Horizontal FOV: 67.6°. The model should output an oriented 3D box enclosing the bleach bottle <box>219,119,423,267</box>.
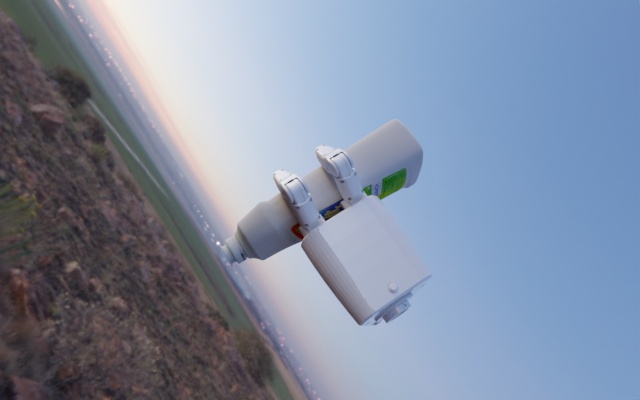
[{"bbox_3d":[0.000,0.002,0.563,0.251,0.068,0.103,-31,-21,-11],"label":"bleach bottle"}]
